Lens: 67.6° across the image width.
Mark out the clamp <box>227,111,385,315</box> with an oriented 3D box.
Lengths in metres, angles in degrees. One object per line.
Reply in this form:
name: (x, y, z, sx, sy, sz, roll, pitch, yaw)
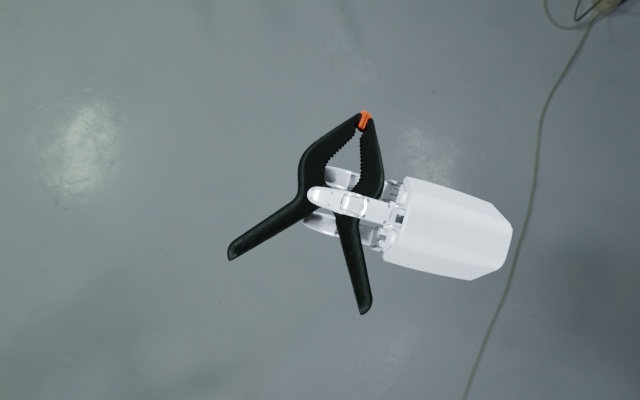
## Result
clamp: (0.000, 0.001, 0.512, 0.164, 0.210, 0.036, 16, -1, -1)
